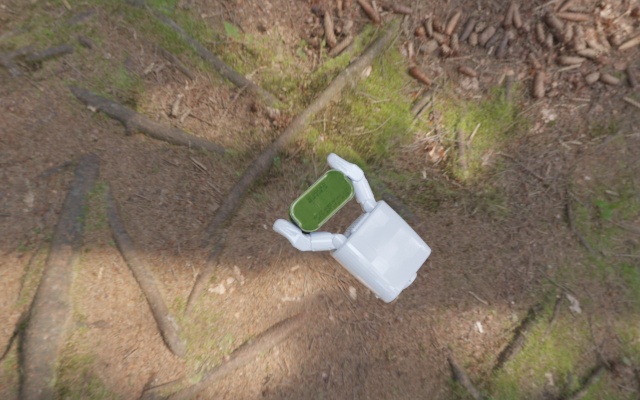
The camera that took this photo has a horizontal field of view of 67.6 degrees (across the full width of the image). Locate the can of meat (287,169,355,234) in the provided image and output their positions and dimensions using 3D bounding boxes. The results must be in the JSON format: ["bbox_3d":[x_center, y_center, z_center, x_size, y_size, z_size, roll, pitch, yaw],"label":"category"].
[{"bbox_3d":[0.000,0.002,0.697,0.102,0.057,0.084,-43,0,-5],"label":"can of meat"}]
